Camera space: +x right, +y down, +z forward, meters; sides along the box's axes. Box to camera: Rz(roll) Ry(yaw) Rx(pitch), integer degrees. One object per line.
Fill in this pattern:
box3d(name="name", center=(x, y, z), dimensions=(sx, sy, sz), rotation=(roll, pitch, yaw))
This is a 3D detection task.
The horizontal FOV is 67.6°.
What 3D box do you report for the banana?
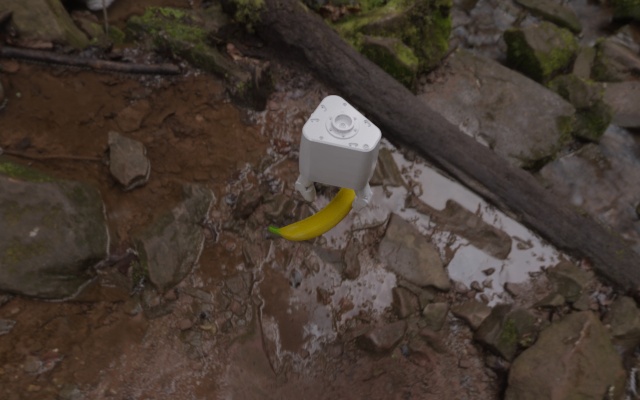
box3d(name="banana", center=(0.008, 0.018, 0.837), dimensions=(0.198, 0.069, 0.037), rotation=(-31, -23, -18))
